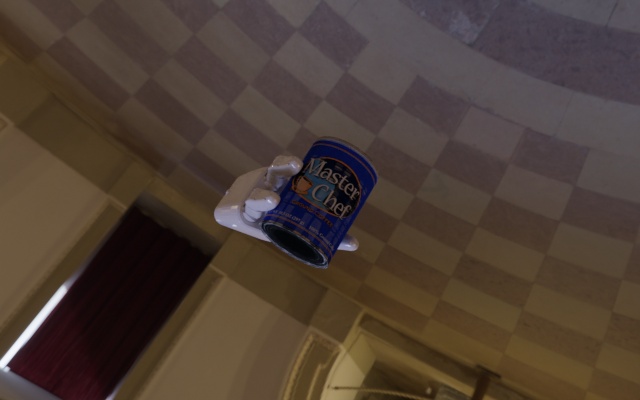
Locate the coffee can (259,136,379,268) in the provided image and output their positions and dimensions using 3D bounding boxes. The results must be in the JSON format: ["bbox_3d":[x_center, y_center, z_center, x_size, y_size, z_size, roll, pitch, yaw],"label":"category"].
[{"bbox_3d":[0.000,0.002,0.624,0.103,0.140,0.103,27,-22,12],"label":"coffee can"}]
